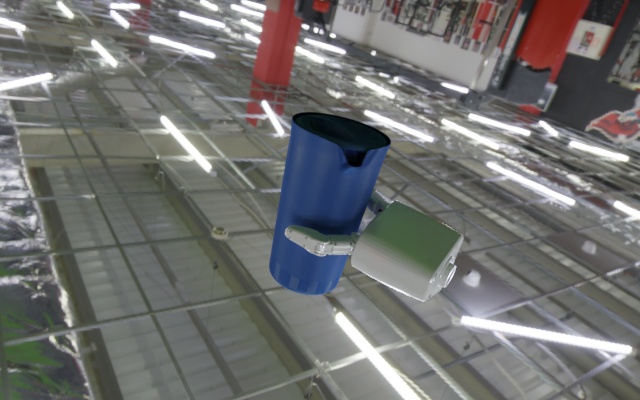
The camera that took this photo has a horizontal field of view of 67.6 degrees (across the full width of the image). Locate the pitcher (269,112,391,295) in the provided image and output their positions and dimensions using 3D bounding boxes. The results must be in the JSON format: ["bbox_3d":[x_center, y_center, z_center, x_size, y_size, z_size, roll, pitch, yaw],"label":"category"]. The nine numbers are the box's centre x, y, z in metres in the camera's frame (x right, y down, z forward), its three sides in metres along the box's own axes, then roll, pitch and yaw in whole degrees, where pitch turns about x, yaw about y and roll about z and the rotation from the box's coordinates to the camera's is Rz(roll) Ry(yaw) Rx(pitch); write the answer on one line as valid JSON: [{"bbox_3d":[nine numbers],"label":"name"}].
[{"bbox_3d":[0.000,0.002,0.678,0.145,0.243,0.149,26,26,23],"label":"pitcher"}]
